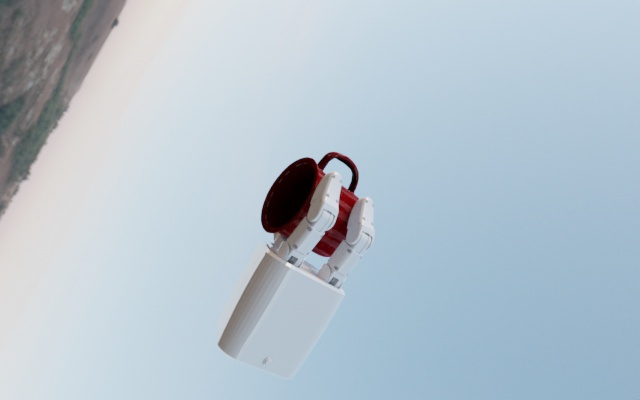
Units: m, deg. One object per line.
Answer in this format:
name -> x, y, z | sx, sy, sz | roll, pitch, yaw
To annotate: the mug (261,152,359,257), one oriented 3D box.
mug -> 0.001, 0.001, 0.533 | 0.081, 0.117, 0.093 | 33, -2, -31
